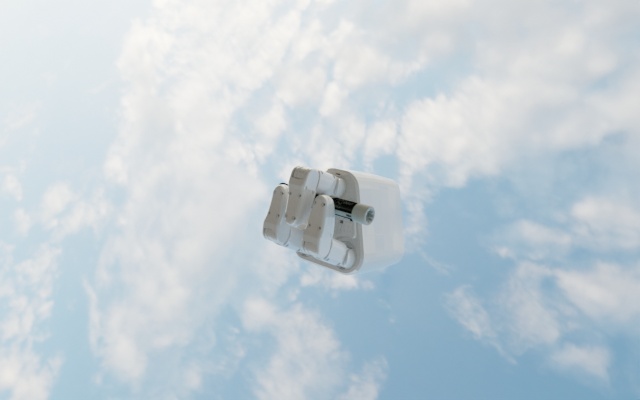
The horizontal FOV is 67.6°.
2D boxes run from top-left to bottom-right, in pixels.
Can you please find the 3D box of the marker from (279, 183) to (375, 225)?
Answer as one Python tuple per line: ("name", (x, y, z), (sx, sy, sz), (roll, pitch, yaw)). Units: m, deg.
("marker", (0.000, 0.002, 0.486), (0.121, 0.020, 0.020), (16, 9, 36))
